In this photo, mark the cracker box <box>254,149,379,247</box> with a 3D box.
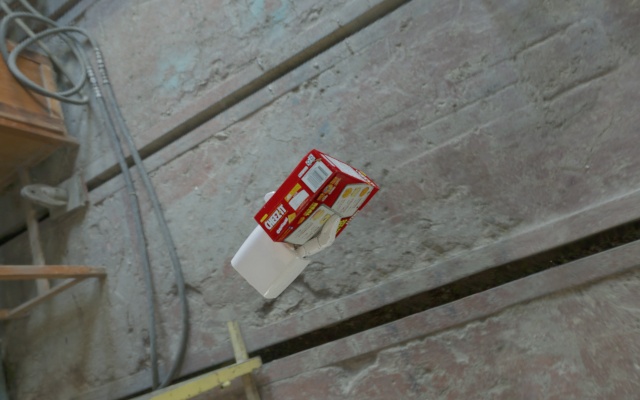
[{"bbox_3d":[0.000,0.003,0.883,0.072,0.164,0.214,47,14,23],"label":"cracker box"}]
